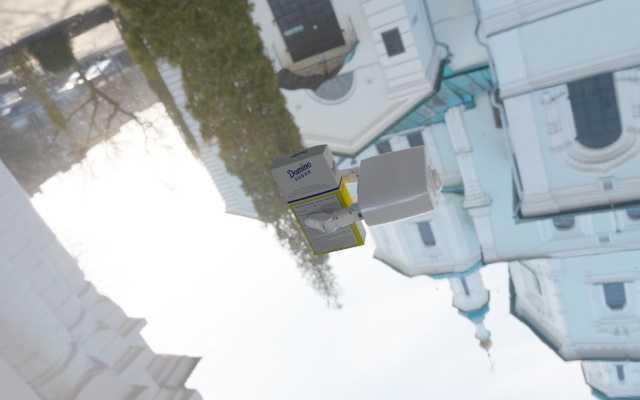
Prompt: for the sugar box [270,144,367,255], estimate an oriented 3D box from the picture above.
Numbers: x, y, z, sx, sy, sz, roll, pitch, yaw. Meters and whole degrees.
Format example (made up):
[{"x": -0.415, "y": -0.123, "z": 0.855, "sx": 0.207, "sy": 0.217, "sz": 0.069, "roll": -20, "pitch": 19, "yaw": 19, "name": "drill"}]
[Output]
[{"x": 0.000, "y": 0.002, "z": 0.765, "sx": 0.093, "sy": 0.176, "sz": 0.048, "roll": -15, "pitch": 25, "yaw": 20, "name": "sugar box"}]
